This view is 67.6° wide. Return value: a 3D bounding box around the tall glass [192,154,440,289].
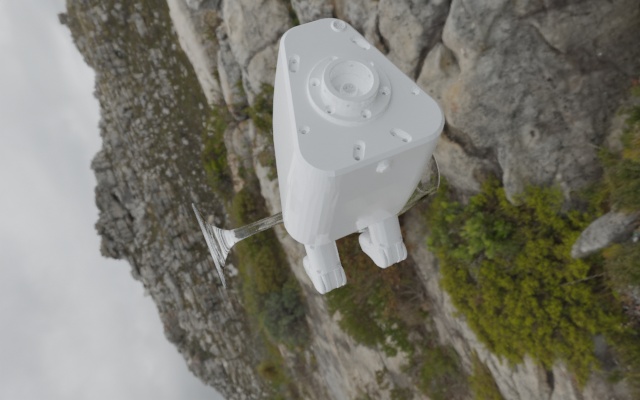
[{"bbox_3d":[-0.001,0.002,0.407,0.201,0.079,0.079,-21,5,-14],"label":"tall glass"}]
